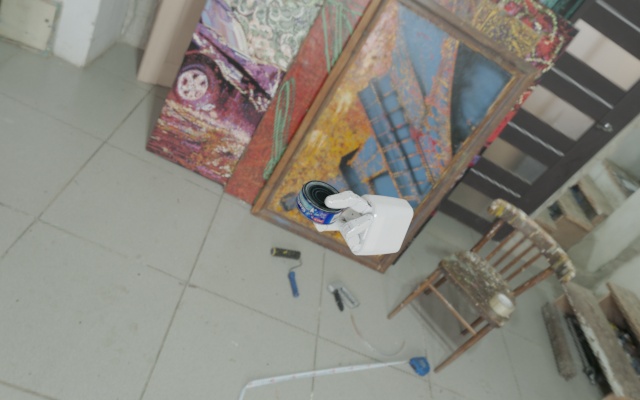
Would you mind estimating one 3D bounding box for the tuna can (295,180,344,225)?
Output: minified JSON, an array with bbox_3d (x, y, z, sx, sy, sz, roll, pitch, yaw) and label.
[{"bbox_3d":[0.000,0.002,0.870,0.086,0.086,0.034,0,-44,-35],"label":"tuna can"}]
